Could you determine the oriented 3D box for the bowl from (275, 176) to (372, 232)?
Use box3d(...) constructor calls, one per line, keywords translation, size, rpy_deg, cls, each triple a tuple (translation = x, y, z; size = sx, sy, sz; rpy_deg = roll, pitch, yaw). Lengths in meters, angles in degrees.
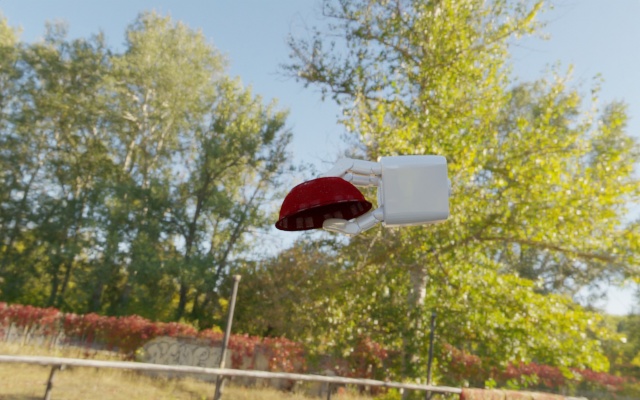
box3d(translation=(-0.001, 0.002, 0.777), size=(0.162, 0.055, 0.162), rpy_deg=(-12, -15, -3), cls="bowl")
